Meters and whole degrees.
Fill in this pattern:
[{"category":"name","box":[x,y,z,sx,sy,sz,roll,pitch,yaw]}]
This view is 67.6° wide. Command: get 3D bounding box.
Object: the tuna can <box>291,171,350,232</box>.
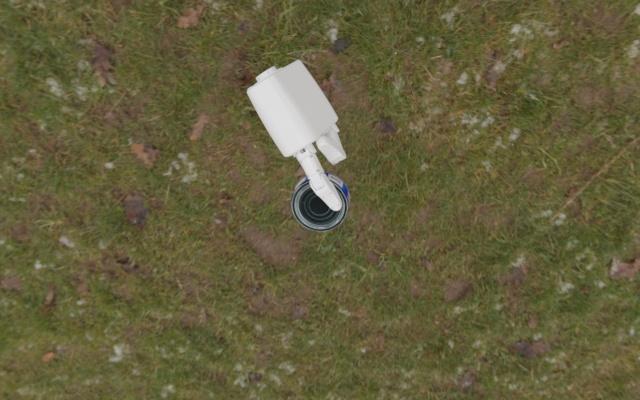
[{"category":"tuna can","box":[0.000,0.003,0.706,0.086,0.086,0.033,0,22,6]}]
